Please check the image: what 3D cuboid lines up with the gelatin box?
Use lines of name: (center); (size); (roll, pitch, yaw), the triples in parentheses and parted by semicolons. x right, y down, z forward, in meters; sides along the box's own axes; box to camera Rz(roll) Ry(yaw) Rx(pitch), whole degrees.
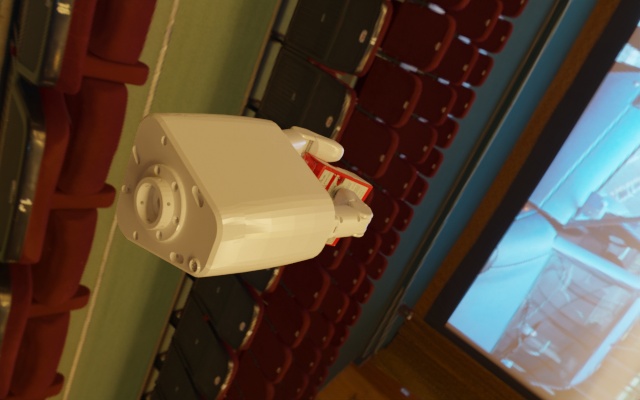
gelatin box: (0.001, 0.002, 0.451); (0.030, 0.073, 0.089); (39, 12, 35)
